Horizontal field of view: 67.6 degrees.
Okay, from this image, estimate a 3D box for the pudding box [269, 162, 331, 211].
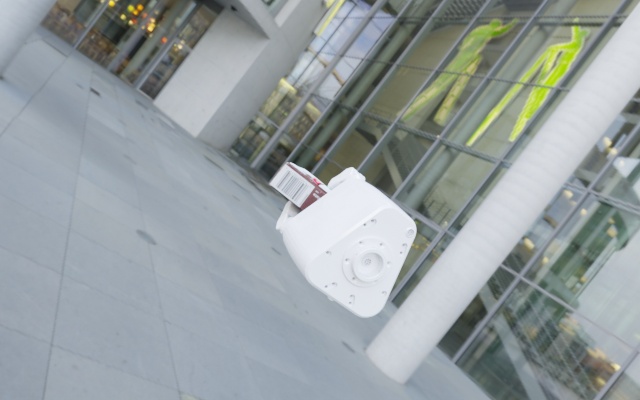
[{"bbox_3d":[0.000,0.002,0.594,0.113,0.039,0.090,40,5,8],"label":"pudding box"}]
